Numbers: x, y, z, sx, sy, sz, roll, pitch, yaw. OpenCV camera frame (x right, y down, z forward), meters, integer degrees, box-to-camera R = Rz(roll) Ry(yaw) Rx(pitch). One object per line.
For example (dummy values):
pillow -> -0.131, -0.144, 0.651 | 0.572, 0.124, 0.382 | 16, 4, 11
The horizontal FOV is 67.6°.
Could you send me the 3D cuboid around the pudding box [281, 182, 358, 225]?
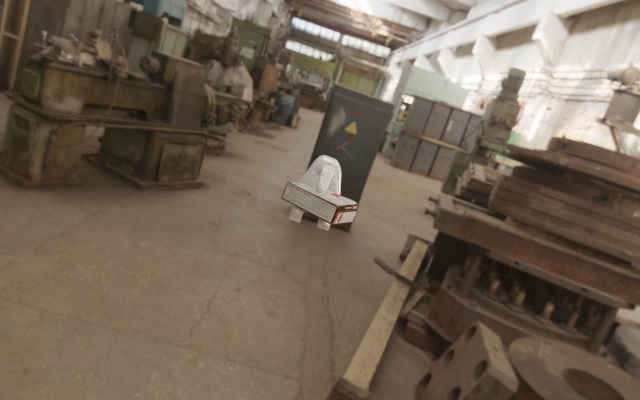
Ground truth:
pudding box -> 0.000, 0.003, 0.860 | 0.113, 0.039, 0.090 | 25, 13, 26
